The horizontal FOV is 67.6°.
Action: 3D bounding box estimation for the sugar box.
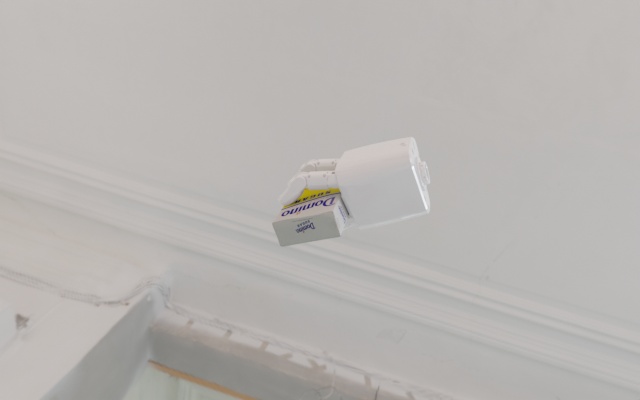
[{"bbox_3d":[0.000,0.002,0.720,0.093,0.048,0.176,-12,20,19],"label":"sugar box"}]
